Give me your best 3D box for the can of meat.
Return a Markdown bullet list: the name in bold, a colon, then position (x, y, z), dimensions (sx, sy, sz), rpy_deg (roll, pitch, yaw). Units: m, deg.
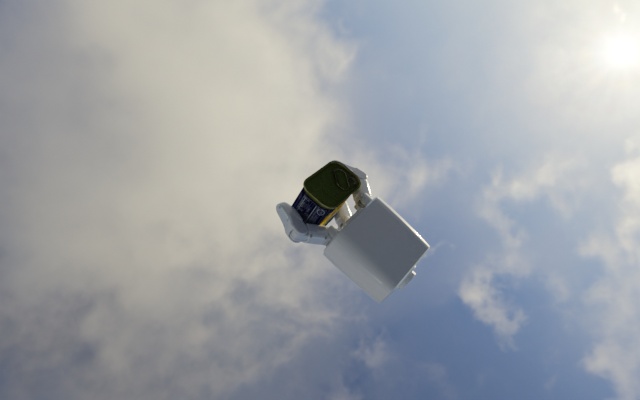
- **can of meat**: position (0.000, 0.002, 0.683), dimensions (0.102, 0.057, 0.084), rpy_deg (-40, -12, -50)
